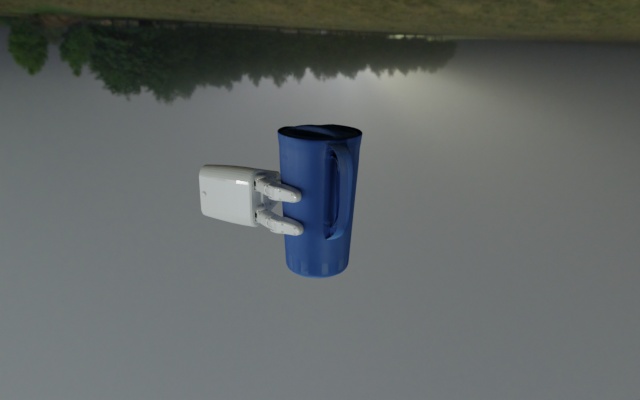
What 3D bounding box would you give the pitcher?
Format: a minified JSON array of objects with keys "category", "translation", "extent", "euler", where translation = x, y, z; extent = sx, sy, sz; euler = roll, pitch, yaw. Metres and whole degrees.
[{"category":"pitcher","translation":[0.000,0.002,0.774],"extent":[0.145,0.243,0.149],"euler":[8,20,20]}]
